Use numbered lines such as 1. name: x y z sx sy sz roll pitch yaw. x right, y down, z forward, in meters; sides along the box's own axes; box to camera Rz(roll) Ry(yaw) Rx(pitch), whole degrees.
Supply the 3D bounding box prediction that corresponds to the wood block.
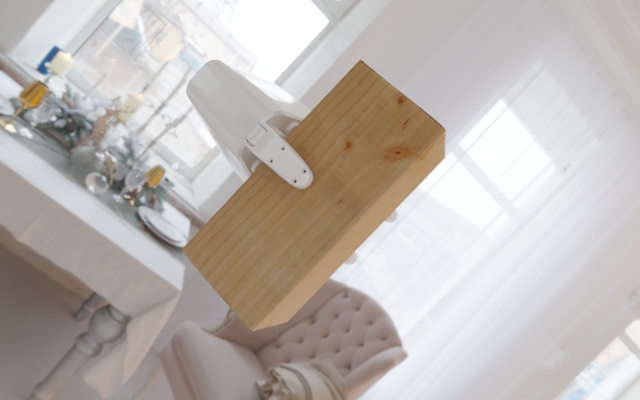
1. wood block: 0.000 0.001 0.401 0.090 0.206 0.091 44 3 17
